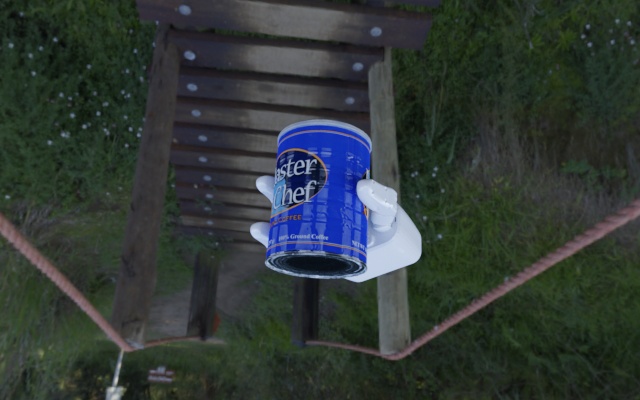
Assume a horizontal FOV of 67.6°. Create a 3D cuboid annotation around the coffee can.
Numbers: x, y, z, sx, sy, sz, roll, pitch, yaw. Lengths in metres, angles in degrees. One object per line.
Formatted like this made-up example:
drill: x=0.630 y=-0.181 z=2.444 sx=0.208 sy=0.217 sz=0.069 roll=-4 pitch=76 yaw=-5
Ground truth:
coffee can: x=0.000 y=0.001 z=0.499 sx=0.103 sy=0.140 sz=0.103 roll=3 pitch=-21 yaw=1
